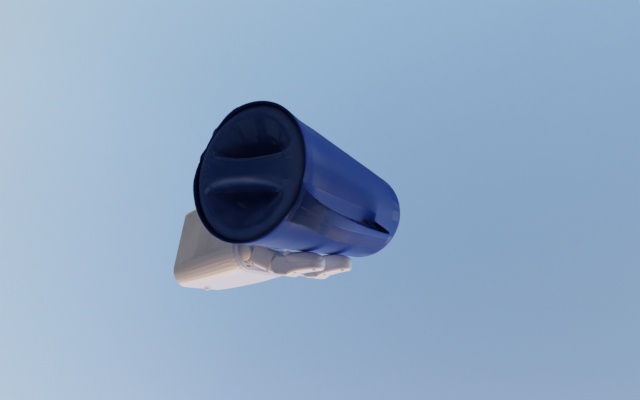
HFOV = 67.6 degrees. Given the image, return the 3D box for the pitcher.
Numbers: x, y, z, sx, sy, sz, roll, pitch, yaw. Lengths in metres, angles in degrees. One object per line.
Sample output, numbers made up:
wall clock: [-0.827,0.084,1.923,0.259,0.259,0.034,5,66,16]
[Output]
pitcher: [0.000,0.002,0.517,0.145,0.149,0.243,-22,-23,28]
